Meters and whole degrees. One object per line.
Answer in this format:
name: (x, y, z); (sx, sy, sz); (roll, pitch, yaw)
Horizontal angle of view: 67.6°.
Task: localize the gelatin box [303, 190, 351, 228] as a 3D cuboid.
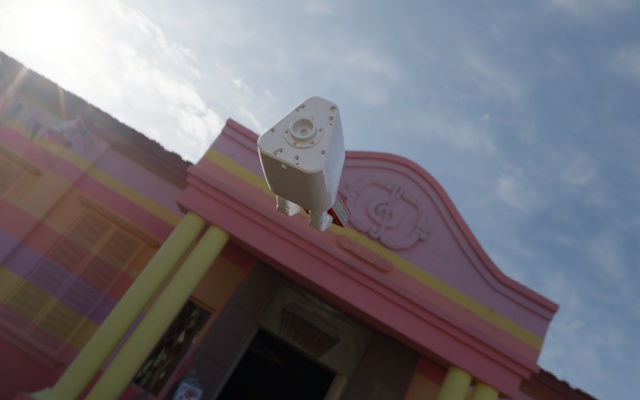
gelatin box: (0.000, 0.002, 0.740); (0.073, 0.030, 0.089); (20, -19, 28)
